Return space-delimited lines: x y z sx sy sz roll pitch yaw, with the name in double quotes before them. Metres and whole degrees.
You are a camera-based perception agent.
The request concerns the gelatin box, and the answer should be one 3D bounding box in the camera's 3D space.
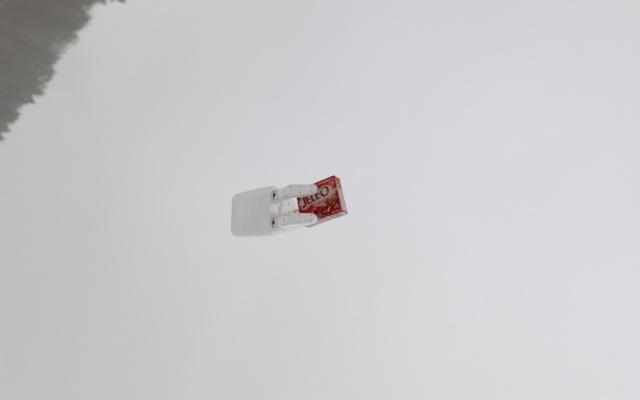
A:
"gelatin box" 0.001 0.003 0.889 0.089 0.073 0.030 -20 -21 24
